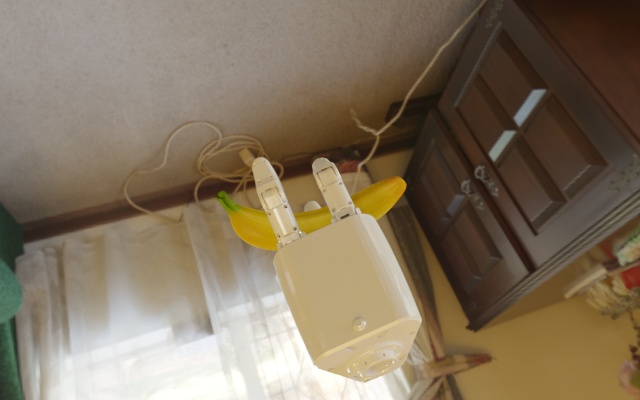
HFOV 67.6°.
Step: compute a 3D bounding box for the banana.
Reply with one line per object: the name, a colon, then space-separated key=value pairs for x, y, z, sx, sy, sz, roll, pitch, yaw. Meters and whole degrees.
banana: x=-0.005 y=0.017 z=0.494 sx=0.198 sy=0.070 sz=0.037 roll=-7 pitch=38 yaw=-16
